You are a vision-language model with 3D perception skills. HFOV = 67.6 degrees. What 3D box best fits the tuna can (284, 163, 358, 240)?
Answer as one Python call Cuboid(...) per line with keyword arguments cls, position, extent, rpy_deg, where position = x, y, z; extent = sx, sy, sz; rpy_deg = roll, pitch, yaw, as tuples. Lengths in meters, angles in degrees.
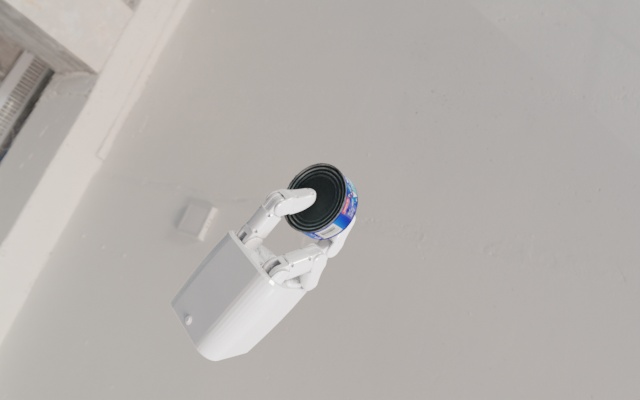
Cuboid(cls="tuna can", position=(0.000, 0.002, 0.559), extent=(0.086, 0.086, 0.034), rpy_deg=(0, -21, 34))
